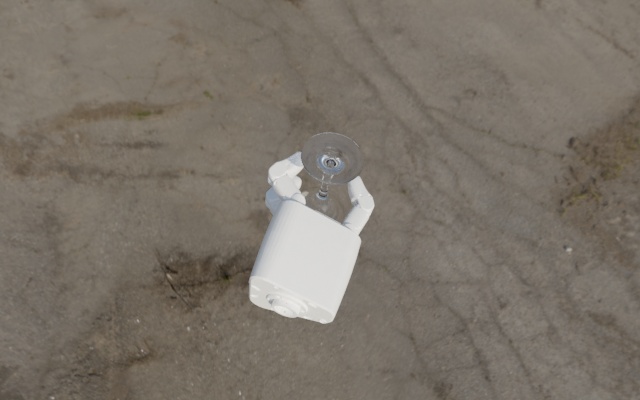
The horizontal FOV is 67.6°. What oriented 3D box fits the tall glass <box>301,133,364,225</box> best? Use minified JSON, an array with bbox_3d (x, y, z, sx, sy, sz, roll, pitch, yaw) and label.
[{"bbox_3d":[0.000,0.002,0.638,0.079,0.079,0.201,0,-31,-9],"label":"tall glass"}]
